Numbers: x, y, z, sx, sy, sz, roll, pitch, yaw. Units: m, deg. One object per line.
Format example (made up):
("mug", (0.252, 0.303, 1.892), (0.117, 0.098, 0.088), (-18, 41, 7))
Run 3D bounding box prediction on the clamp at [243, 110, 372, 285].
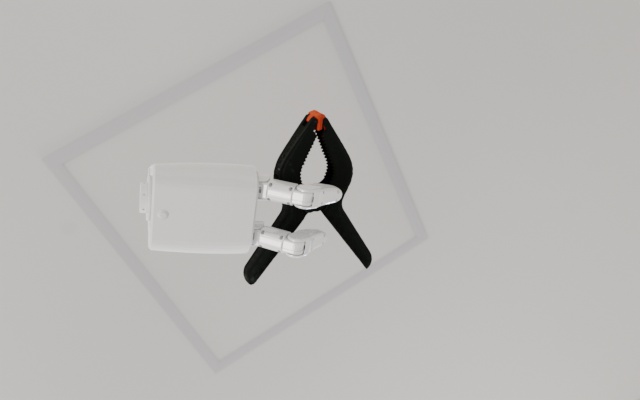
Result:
("clamp", (0.000, 0.001, 0.564), (0.164, 0.210, 0.036), (2, 19, -23))
